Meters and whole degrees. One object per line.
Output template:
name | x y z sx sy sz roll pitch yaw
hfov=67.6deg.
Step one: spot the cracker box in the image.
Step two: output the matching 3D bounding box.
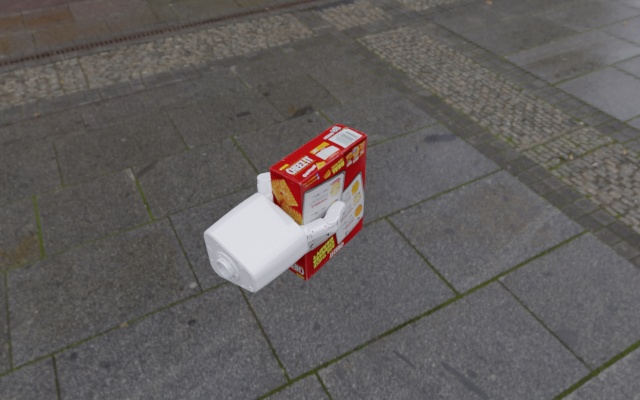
cracker box | 0.000 0.003 0.796 0.072 0.214 0.164 28 49 29
